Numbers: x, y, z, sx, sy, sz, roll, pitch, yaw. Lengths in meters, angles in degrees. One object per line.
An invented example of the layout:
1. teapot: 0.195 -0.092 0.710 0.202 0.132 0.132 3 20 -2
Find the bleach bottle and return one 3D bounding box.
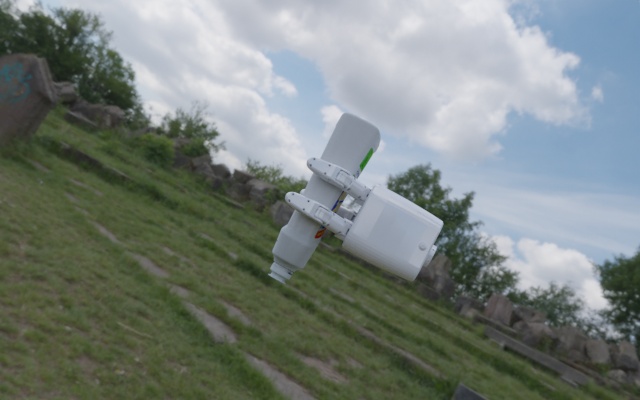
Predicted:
1. bleach bottle: 0.000 0.002 0.686 0.068 0.251 0.102 28 -7 8
